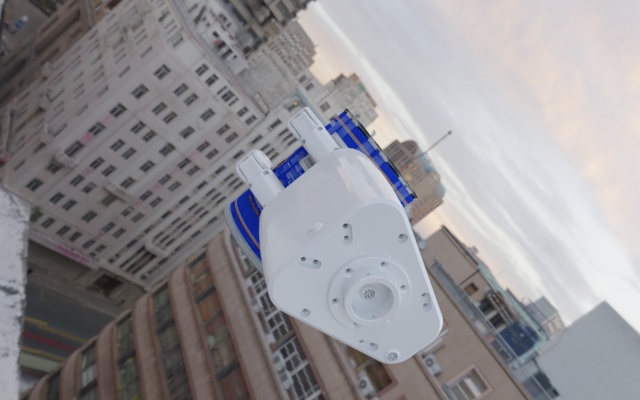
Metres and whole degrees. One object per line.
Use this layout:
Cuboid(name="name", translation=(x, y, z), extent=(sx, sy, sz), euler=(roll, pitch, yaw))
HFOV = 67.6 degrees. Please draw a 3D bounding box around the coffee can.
Cuboid(name="coffee can", translation=(0.000, 0.001, 0.431), extent=(0.140, 0.103, 0.103), euler=(-39, -5, 7))
